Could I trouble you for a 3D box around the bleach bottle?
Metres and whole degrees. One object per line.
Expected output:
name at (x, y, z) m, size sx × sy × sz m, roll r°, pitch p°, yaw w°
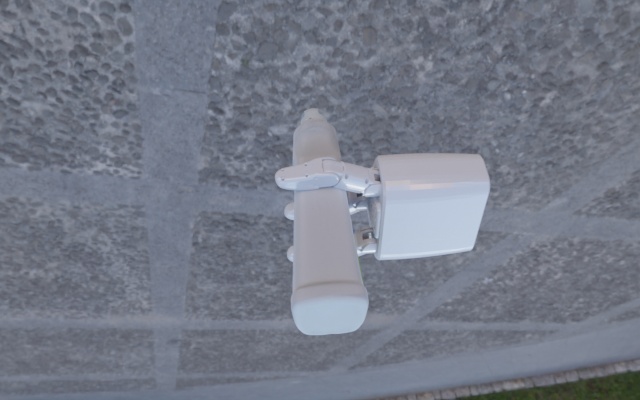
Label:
bleach bottle at (0.000, 0.002, 0.493) m, size 0.068 × 0.250 × 0.103 m, roll -4°, pitch -32°, yaw -2°
